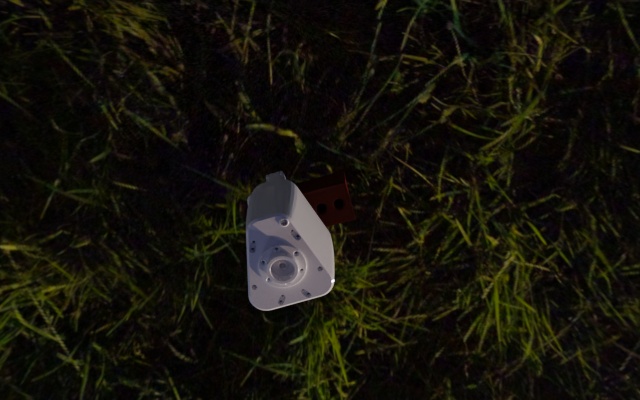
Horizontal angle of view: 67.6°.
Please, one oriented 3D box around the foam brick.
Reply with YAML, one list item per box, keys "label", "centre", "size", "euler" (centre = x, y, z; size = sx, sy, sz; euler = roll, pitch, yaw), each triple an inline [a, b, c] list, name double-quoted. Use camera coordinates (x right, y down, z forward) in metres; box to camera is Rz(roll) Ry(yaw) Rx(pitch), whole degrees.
- label: "foam brick"
  centre: [0.000, 0.002, 0.603]
  size: [0.078, 0.053, 0.051]
  euler: [-16, 19, 3]
